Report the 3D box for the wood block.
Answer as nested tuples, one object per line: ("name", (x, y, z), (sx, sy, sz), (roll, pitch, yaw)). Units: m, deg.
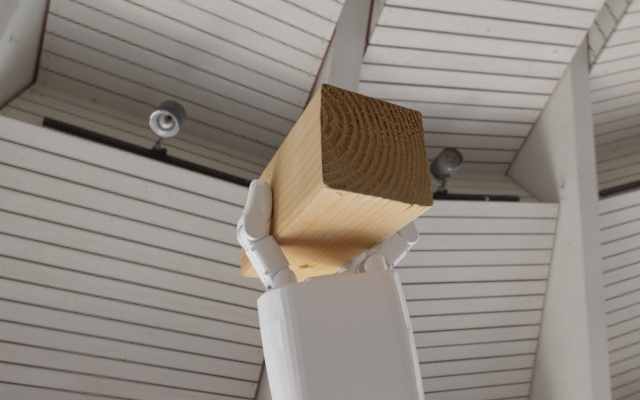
("wood block", (0.000, 0.002, 0.431), (0.091, 0.090, 0.206), (11, -29, -22))
